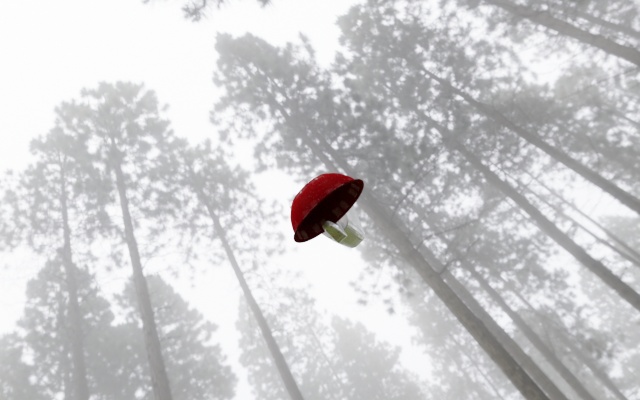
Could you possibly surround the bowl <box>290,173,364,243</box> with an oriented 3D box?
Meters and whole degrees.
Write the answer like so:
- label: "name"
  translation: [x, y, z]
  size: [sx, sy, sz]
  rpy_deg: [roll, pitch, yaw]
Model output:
- label: "bowl"
  translation: [0.000, 0.002, 0.852]
  size: [0.162, 0.055, 0.162]
  rpy_deg: [-37, -19, -15]
